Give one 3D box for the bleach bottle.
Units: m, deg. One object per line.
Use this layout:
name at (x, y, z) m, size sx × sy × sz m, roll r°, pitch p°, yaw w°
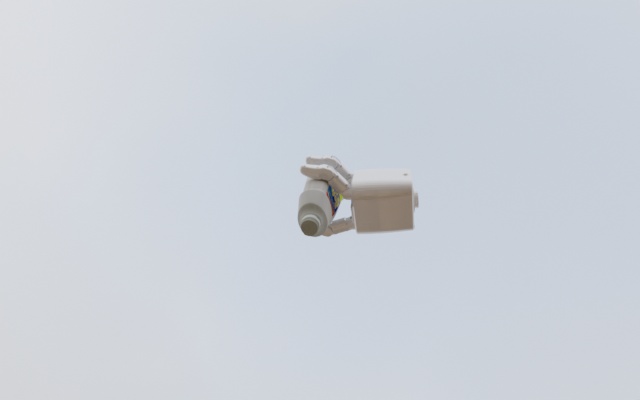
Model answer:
bleach bottle at (0.000, 0.003, 0.861) m, size 0.068 × 0.103 × 0.250 m, roll -4°, pitch 22°, yaw 10°
